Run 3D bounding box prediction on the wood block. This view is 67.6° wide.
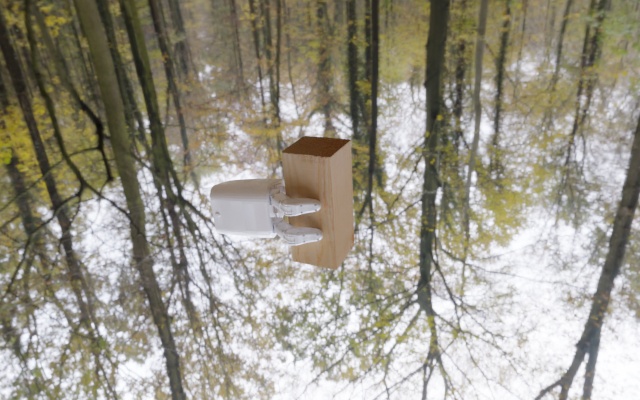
[{"bbox_3d":[0.000,0.003,0.823,0.090,0.206,0.090,8,28,23],"label":"wood block"}]
